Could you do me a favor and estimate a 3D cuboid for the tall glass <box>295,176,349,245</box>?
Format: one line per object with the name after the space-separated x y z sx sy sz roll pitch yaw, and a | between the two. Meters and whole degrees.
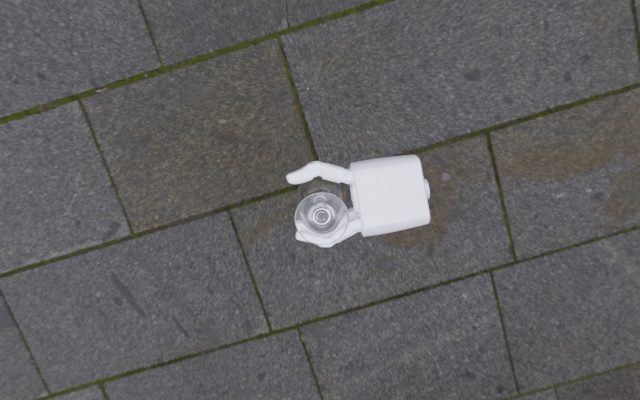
0.000 0.003 0.745 0.079 0.079 0.201 0 13 -2 | tall glass
